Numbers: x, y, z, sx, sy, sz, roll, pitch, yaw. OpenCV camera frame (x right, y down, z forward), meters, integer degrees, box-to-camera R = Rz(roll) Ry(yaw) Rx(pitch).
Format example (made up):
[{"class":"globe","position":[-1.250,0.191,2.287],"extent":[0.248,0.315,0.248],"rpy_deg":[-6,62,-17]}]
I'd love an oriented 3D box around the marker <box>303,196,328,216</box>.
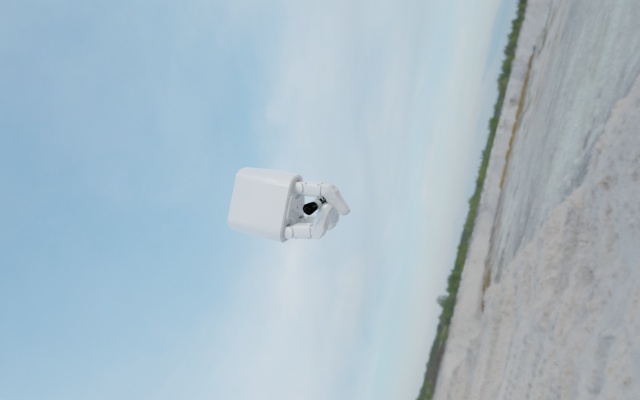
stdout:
[{"class":"marker","position":[0.000,0.003,0.775],"extent":[0.020,0.020,0.121],"rpy_deg":[0,12,21]}]
